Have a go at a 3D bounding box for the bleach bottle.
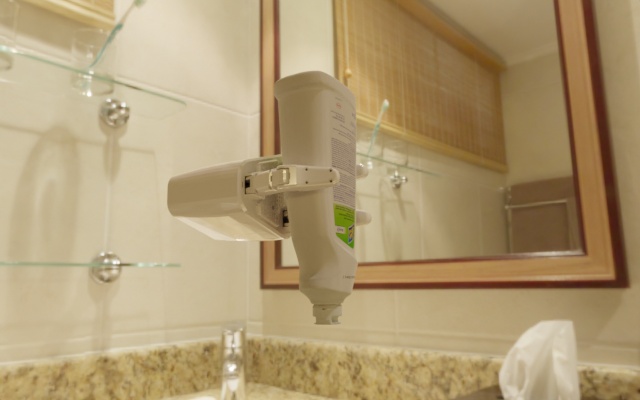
[{"bbox_3d":[0.000,0.002,0.502,0.068,0.250,0.102,-7,-11,30],"label":"bleach bottle"}]
